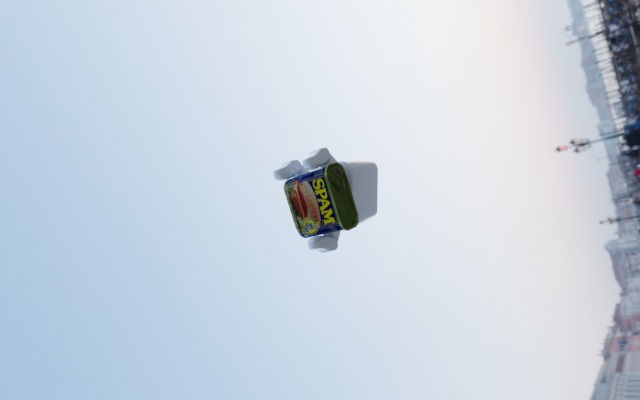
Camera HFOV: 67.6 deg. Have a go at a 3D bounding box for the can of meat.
[{"bbox_3d":[0.000,0.003,0.727,0.084,0.102,0.057,-15,2,33],"label":"can of meat"}]
